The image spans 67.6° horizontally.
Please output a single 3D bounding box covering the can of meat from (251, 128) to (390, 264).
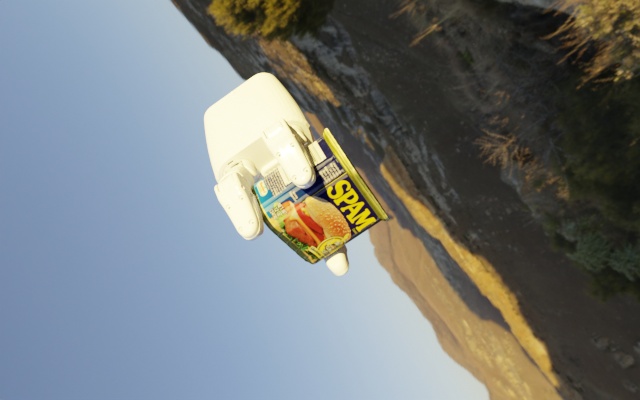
[{"bbox_3d":[0.000,0.002,0.417,0.084,0.057,0.102,-34,-43,6],"label":"can of meat"}]
